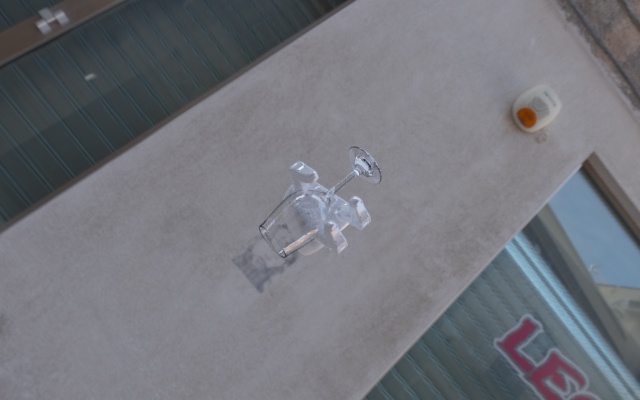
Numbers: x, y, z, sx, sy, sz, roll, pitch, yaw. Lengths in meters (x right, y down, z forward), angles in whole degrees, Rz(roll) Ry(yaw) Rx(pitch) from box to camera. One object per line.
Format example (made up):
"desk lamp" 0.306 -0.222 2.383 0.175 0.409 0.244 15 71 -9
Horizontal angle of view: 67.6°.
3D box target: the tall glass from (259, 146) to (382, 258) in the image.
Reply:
"tall glass" 0.001 0.002 0.743 0.201 0.079 0.079 -40 16 -20
